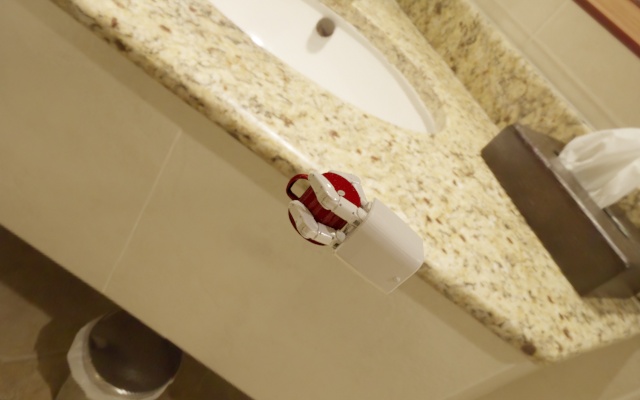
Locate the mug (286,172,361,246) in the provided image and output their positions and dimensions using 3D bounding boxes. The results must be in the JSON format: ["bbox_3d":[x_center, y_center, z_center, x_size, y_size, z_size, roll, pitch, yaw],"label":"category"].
[{"bbox_3d":[-0.001,0.001,0.744,0.081,0.117,0.093,-49,4,35],"label":"mug"}]
